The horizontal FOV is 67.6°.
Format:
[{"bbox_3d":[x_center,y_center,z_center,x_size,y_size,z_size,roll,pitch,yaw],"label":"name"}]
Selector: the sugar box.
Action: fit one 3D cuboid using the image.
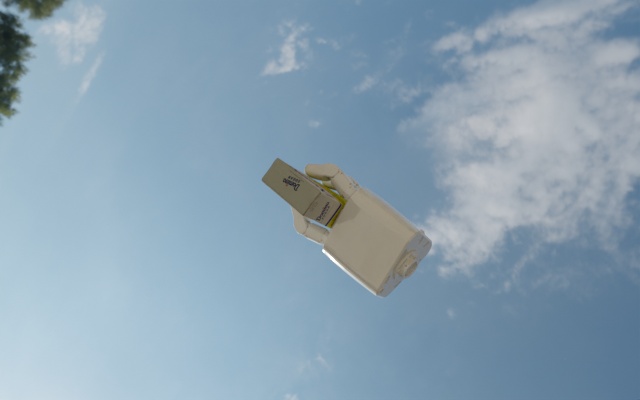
[{"bbox_3d":[0.001,0.002,0.699,0.093,0.048,0.176,39,3,31],"label":"sugar box"}]
